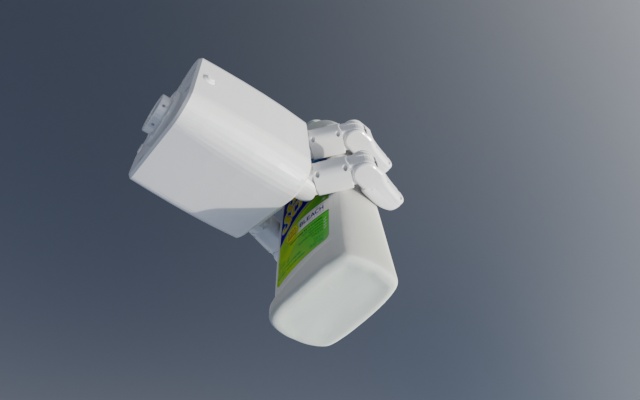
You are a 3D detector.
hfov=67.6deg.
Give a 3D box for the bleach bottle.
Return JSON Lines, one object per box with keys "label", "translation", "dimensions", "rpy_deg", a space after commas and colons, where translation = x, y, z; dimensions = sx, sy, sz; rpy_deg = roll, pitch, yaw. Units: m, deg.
{"label": "bleach bottle", "translation": [0.000, 0.001, 0.447], "dimensions": [0.068, 0.102, 0.250], "rpy_deg": [31, 28, -26]}
